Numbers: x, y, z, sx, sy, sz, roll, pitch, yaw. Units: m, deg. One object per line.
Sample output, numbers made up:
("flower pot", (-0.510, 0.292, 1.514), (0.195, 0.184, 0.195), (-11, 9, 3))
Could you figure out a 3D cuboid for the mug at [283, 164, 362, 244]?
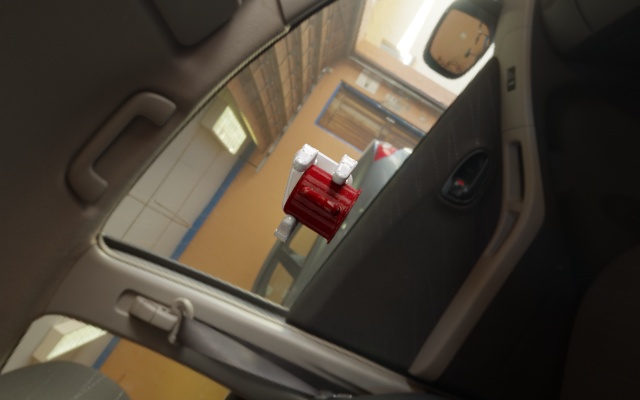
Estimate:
("mug", (0.000, 0.002, 0.667), (0.081, 0.093, 0.117), (32, 2, 1))
